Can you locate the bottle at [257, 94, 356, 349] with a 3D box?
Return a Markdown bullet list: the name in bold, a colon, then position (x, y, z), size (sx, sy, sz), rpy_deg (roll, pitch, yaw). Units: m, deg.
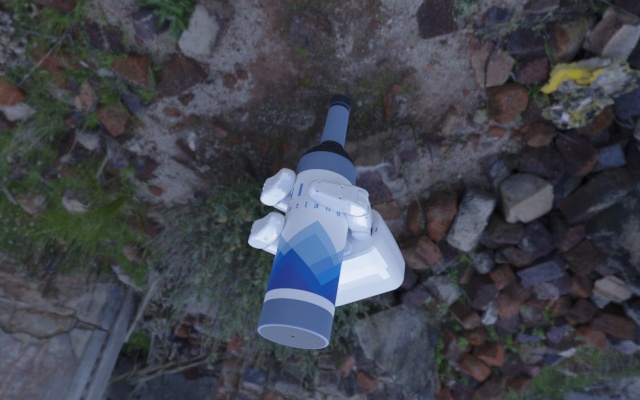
- **bottle**: position (0.000, 0.002, 0.510), size (0.069, 0.295, 0.069), rpy_deg (8, -32, 5)
